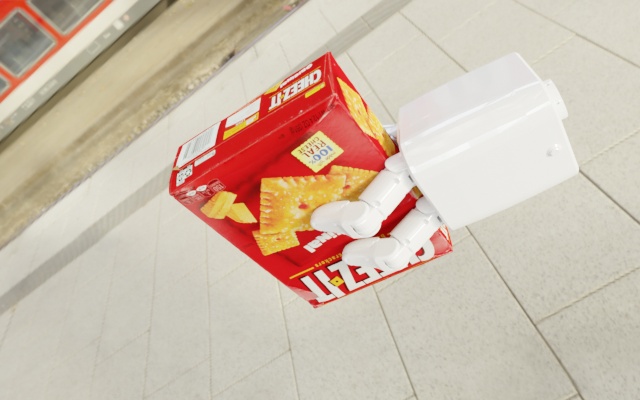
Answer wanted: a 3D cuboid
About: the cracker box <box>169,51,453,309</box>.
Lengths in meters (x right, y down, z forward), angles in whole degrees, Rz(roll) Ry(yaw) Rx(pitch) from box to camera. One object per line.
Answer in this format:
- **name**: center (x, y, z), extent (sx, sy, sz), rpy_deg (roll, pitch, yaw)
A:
- **cracker box**: center (0.000, 0.001, 0.433), extent (0.164, 0.072, 0.214), rpy_deg (-27, -50, 22)
